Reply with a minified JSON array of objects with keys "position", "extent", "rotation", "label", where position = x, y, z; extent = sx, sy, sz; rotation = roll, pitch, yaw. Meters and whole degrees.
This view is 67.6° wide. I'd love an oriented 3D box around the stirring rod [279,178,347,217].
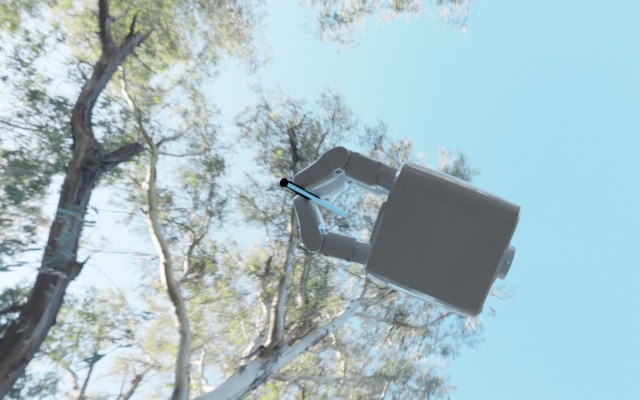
[{"position":[0.000,0.002,0.507],"extent":[0.011,0.011,0.239],"rotation":[0,-8,15],"label":"stirring rod"}]
